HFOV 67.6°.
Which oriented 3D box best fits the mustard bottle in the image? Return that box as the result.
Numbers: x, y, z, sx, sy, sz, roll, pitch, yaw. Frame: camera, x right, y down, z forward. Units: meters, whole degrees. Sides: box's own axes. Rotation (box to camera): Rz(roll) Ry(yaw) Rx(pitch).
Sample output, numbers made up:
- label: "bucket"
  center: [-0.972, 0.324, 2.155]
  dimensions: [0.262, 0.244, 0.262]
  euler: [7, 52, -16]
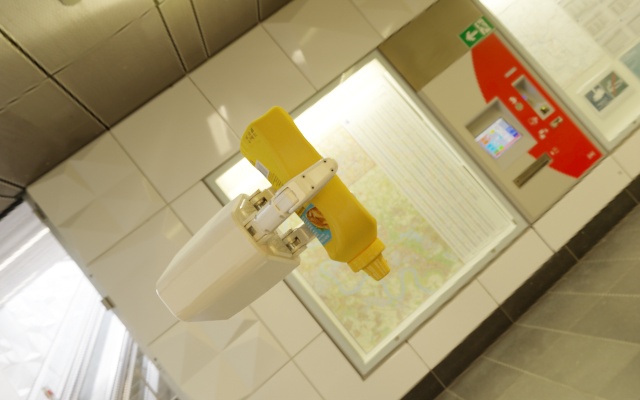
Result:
- label: "mustard bottle"
  center: [0.000, 0.001, 0.474]
  dimensions: [0.058, 0.191, 0.096]
  euler: [-39, -4, -17]
